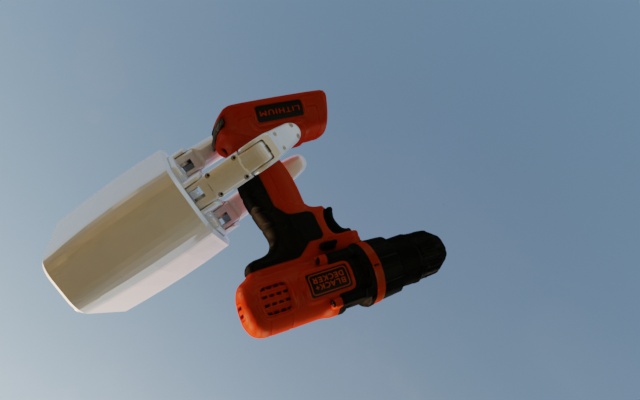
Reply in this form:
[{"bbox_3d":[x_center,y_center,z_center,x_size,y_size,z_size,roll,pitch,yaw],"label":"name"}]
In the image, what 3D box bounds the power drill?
[{"bbox_3d":[0.000,0.001,0.400,0.184,0.187,0.057,-14,-18,-24],"label":"power drill"}]
